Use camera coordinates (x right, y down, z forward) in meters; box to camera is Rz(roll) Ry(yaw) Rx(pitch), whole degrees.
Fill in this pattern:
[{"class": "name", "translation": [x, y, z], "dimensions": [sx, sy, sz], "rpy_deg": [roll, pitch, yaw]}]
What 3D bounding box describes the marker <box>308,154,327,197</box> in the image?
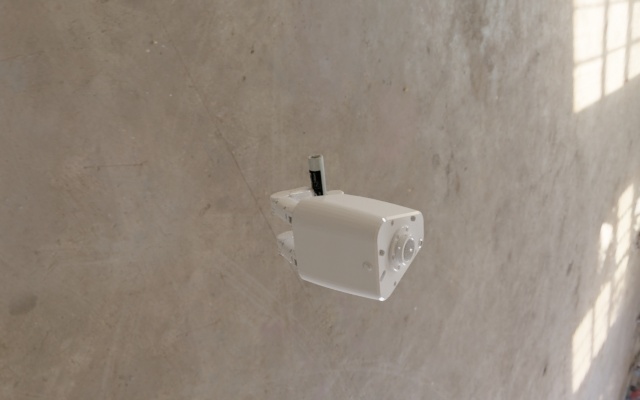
[{"class": "marker", "translation": [0.000, 0.002, 0.603], "dimensions": [0.020, 0.121, 0.020], "rpy_deg": [-6, 23, 2]}]
